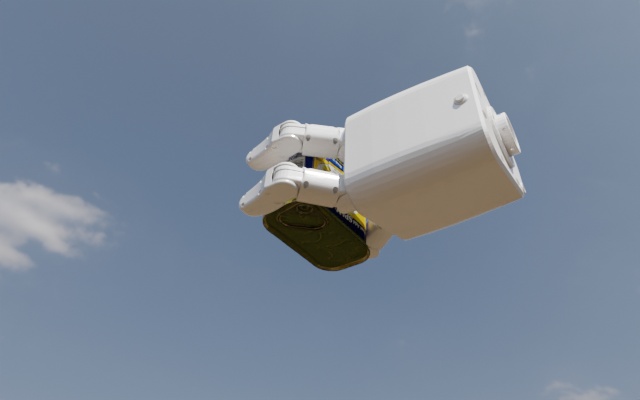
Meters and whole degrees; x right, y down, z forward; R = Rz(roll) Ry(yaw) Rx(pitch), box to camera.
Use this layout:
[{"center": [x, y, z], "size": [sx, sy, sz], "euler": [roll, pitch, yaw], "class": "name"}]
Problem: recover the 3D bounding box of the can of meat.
[{"center": [0.000, 0.001, 0.431], "size": [0.057, 0.083, 0.102], "euler": [-24, -47, 29], "class": "can of meat"}]
